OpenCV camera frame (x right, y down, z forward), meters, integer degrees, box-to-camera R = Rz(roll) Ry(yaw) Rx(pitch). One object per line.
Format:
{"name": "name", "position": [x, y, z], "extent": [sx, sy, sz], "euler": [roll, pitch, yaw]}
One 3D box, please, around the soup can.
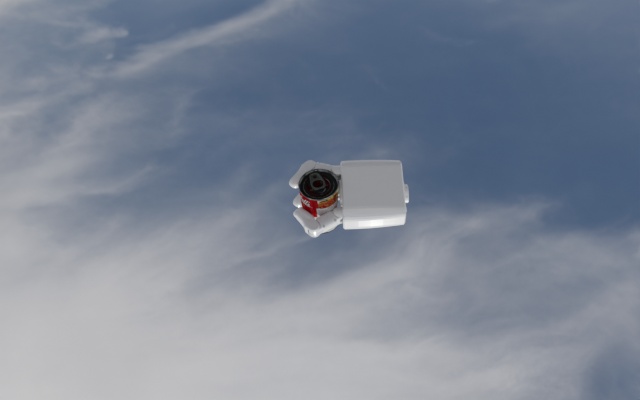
{"name": "soup can", "position": [0.000, 0.003, 0.833], "extent": [0.068, 0.068, 0.102], "euler": [0, -37, 5]}
